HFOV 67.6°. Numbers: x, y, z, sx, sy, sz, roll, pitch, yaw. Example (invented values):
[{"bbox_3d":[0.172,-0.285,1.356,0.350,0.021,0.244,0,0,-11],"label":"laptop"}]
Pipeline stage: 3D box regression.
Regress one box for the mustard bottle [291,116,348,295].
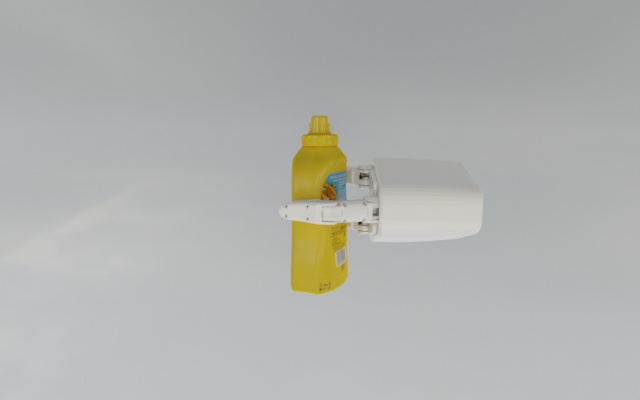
[{"bbox_3d":[0.000,0.002,0.539,0.058,0.191,0.096,4,9,24],"label":"mustard bottle"}]
